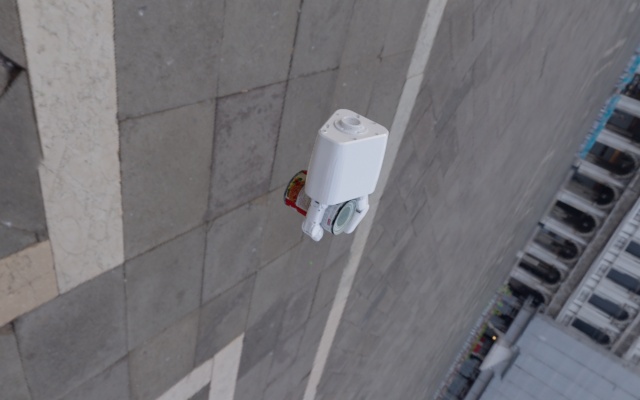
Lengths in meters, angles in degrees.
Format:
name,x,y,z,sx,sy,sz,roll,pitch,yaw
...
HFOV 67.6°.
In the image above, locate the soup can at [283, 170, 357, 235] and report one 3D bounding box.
name,x,y,z,sx,sy,sz,roll,pitch,yaw
soup can,0.000,0.003,0.777,0.102,0.068,0.068,31,13,24
